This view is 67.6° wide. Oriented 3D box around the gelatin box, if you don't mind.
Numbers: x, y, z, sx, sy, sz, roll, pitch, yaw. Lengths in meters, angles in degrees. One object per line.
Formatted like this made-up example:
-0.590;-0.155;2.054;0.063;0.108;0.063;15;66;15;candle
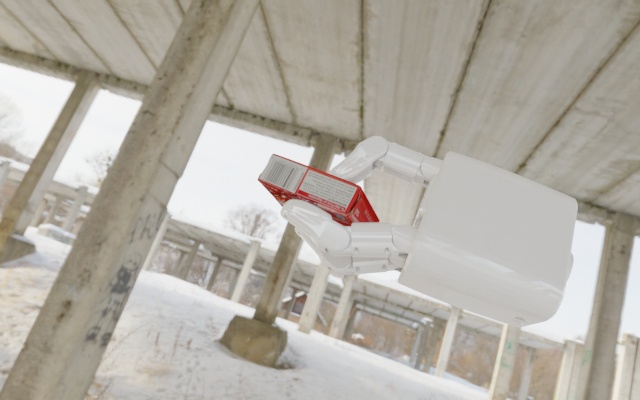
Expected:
0.000;0.001;0.406;0.089;0.030;0.073;22;-15;25;gelatin box
